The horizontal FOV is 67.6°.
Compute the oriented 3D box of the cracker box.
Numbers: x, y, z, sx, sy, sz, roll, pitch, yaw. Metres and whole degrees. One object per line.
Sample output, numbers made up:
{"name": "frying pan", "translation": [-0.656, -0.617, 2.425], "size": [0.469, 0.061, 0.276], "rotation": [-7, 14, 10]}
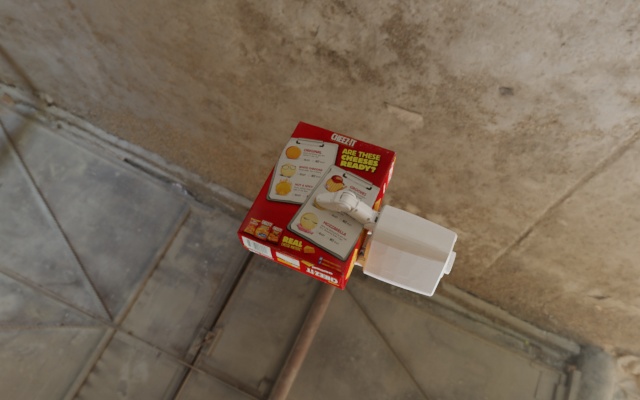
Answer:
{"name": "cracker box", "translation": [0.000, 0.002, 0.716], "size": [0.164, 0.213, 0.072], "rotation": [20, -26, 12]}
